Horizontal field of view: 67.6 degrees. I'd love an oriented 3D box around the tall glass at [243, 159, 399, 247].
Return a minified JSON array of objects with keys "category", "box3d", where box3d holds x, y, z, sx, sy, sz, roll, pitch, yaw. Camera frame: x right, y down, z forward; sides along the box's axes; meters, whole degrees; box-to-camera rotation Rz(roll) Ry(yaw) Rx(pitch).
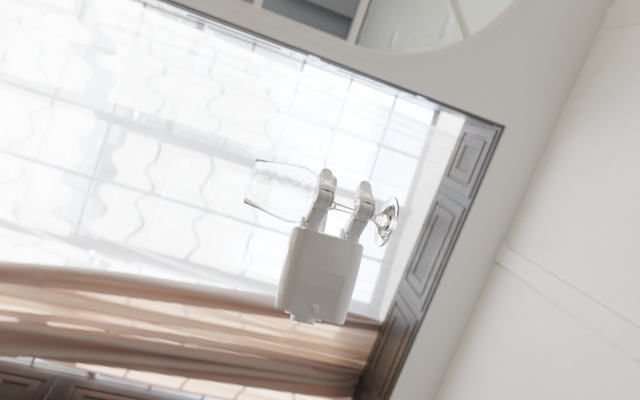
[{"category":"tall glass","box3d":[0.001,0.002,0.649,0.201,0.079,0.079,17,-4,-12]}]
